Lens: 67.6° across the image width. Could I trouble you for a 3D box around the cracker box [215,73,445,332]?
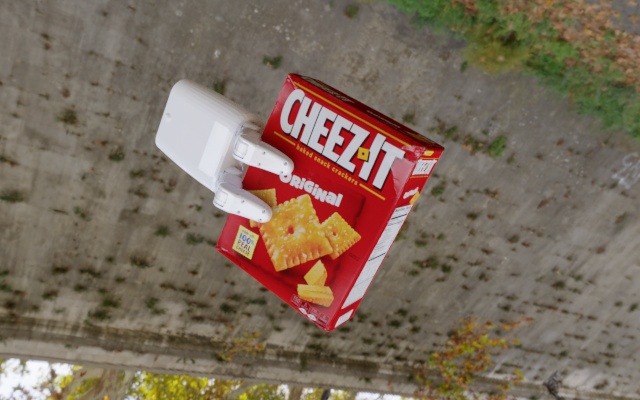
[{"bbox_3d":[0.000,0.002,0.498,0.164,0.214,0.072,33,20,22],"label":"cracker box"}]
